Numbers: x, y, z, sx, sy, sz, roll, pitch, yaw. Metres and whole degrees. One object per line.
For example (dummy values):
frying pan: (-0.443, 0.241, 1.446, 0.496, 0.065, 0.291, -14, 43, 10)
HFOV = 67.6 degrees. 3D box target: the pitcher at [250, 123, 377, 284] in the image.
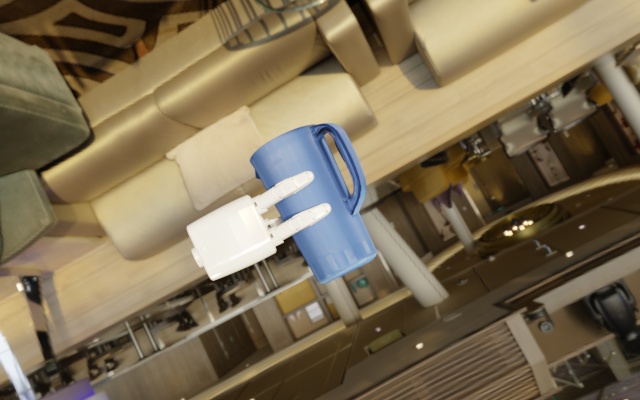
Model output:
pitcher: (0.000, 0.003, 0.780, 0.145, 0.243, 0.149, -26, -7, -13)
